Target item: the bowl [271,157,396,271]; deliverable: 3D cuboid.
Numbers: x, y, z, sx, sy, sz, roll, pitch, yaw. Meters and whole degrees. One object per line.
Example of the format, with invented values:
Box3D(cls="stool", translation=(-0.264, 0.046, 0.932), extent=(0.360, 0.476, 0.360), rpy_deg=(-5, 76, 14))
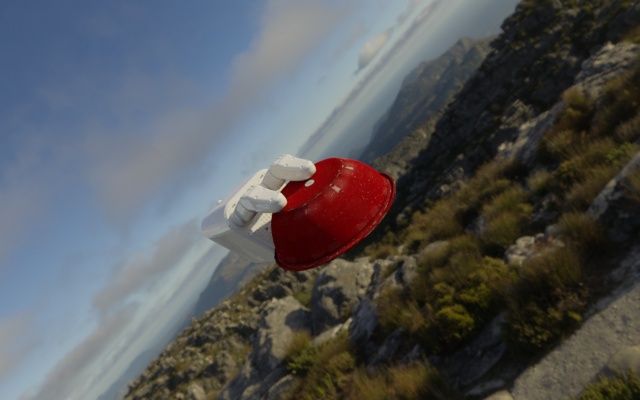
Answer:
Box3D(cls="bowl", translation=(0.001, 0.001, 0.530), extent=(0.162, 0.055, 0.162), rpy_deg=(-30, 24, 15))
